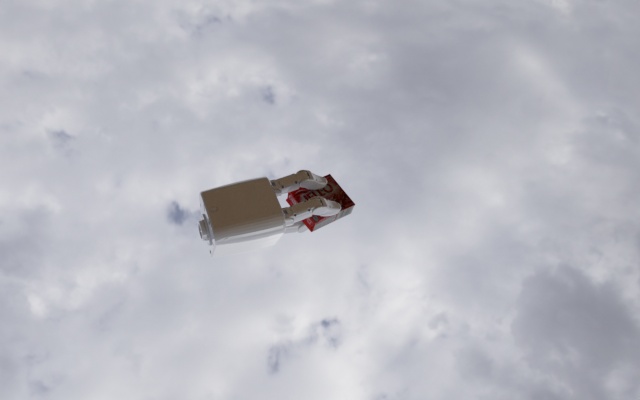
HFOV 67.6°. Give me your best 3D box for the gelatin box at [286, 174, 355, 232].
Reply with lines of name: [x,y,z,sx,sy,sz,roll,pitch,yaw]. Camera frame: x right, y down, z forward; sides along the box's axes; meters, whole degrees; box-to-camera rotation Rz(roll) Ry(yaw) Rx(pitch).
gelatin box: [0.000,0.003,0.778,0.089,0.073,0.030,-23,-28,-32]
